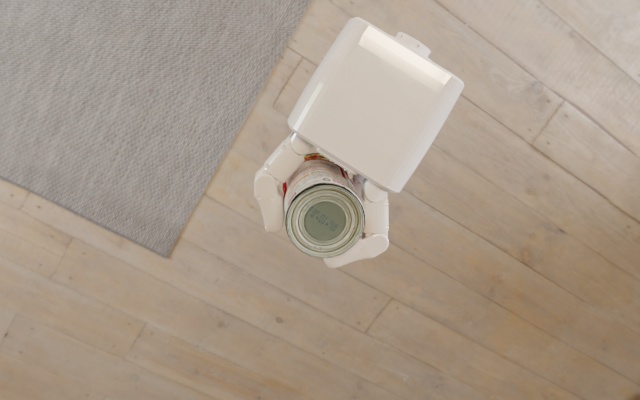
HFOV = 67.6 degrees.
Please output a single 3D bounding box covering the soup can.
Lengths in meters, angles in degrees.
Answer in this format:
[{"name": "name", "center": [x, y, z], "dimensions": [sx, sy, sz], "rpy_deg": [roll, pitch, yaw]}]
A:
[{"name": "soup can", "center": [0.000, 0.002, 0.436], "dimensions": [0.068, 0.068, 0.102], "rpy_deg": [0, 20, -5]}]
